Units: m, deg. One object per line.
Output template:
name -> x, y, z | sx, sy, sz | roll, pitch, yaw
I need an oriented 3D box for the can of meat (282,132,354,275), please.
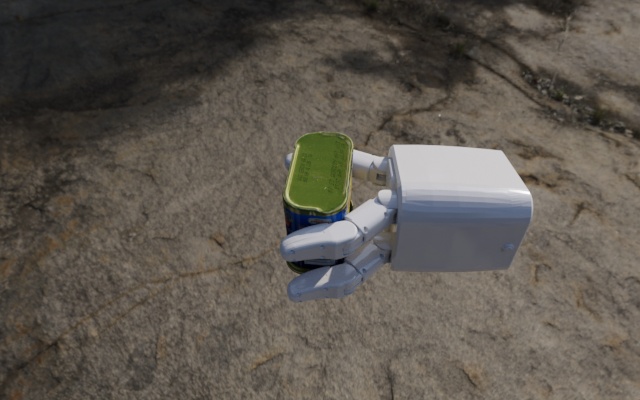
can of meat -> 0.000, 0.001, 0.422 | 0.057, 0.102, 0.084 | 4, -43, 5
